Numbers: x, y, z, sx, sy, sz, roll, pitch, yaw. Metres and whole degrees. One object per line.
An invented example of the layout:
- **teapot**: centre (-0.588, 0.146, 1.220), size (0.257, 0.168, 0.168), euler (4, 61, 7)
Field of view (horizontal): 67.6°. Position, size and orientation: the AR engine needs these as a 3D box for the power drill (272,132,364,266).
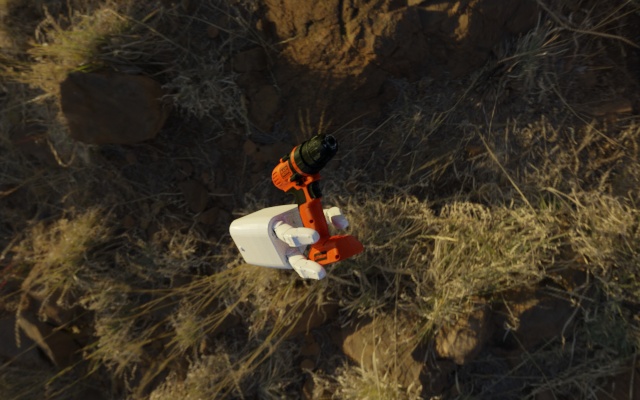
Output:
- **power drill**: centre (0.000, 0.003, 0.737), size (0.057, 0.187, 0.184), euler (-18, -6, -28)
